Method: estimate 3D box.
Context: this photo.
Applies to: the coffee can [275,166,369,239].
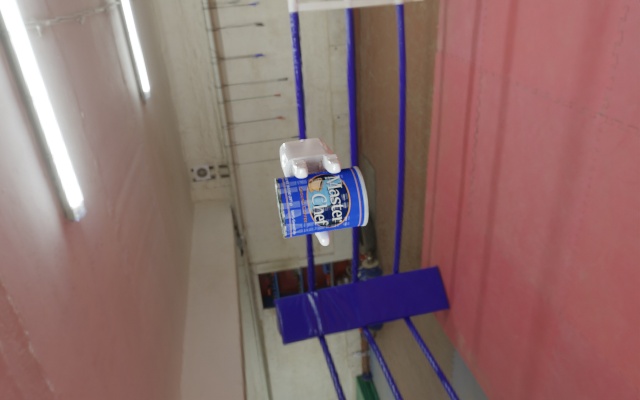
[{"bbox_3d":[0.000,0.003,0.804,0.140,0.103,0.103,-9,1,-8],"label":"coffee can"}]
